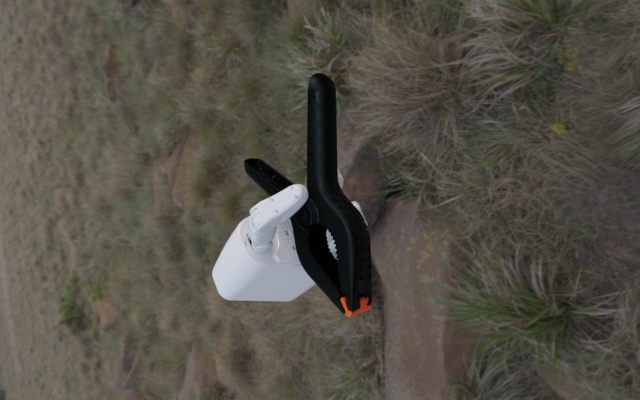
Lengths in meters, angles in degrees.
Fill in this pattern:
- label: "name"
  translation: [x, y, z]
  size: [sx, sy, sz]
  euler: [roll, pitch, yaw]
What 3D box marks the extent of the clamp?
- label: "clamp"
  translation: [0.000, 0.002, 0.445]
  size: [0.036, 0.210, 0.165]
  euler: [-11, -25, -37]
